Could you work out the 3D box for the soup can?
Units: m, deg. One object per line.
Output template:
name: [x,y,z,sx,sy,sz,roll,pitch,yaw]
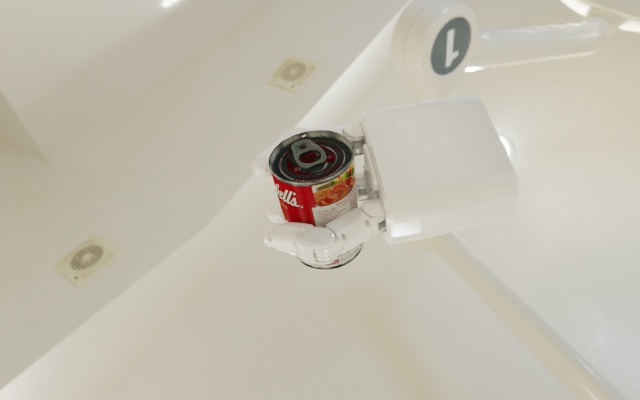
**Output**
soup can: [0.000,0.002,0.405,0.068,0.102,0.068,-6,42,6]
